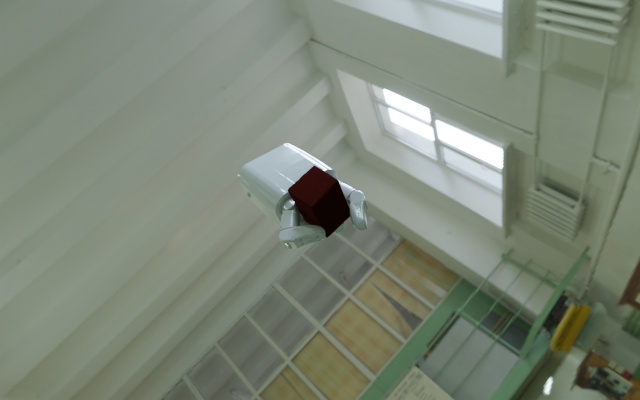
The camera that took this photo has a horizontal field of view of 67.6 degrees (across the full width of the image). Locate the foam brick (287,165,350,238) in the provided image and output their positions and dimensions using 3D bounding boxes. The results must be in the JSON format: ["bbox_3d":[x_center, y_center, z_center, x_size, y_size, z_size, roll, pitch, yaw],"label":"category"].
[{"bbox_3d":[0.000,0.002,0.645,0.051,0.053,0.078,37,-17,36],"label":"foam brick"}]
